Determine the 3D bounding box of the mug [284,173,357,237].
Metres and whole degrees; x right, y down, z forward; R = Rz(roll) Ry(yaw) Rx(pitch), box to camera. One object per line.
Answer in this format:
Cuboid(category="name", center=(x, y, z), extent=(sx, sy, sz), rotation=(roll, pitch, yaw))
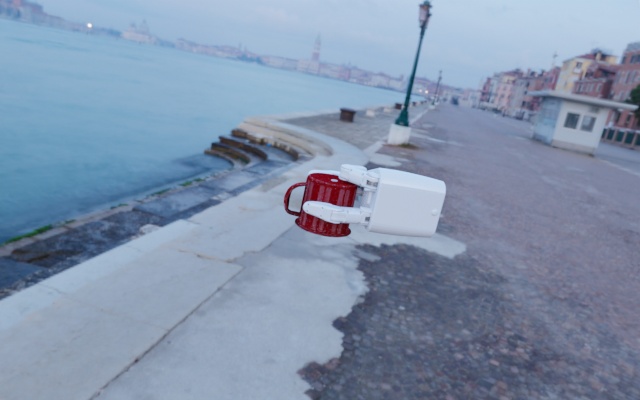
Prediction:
Cuboid(category="mug", center=(-0.001, 0.002, 0.758), extent=(0.117, 0.081, 0.093), rotation=(9, 15, -10))
